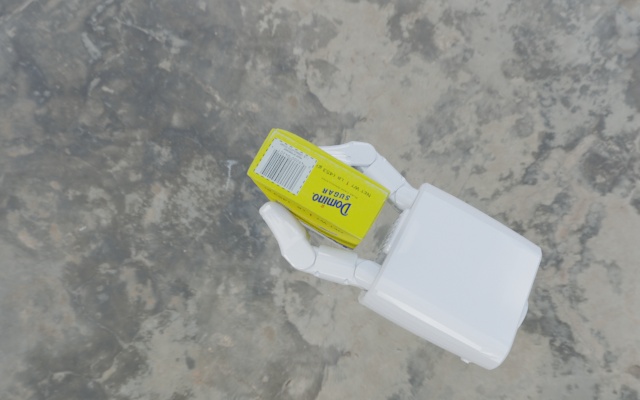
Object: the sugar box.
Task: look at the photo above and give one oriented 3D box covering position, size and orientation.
[{"bbox_3d":[0.000,0.002,0.403,0.093,0.048,0.176,31,-9,6],"label":"sugar box"}]
